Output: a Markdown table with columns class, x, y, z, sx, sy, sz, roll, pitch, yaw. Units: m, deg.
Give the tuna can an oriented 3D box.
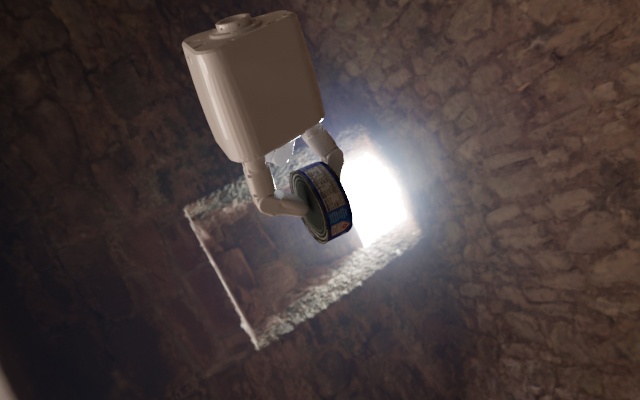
| class | x | y | z | sx | sy | sz | roll | pitch | yaw |
| --- | --- | --- | --- | --- | --- | --- | --- | --- | --- |
| tuna can | 0.001 | 0.002 | 0.516 | 0.034 | 0.086 | 0.086 | -24 | 8 | -18 |
